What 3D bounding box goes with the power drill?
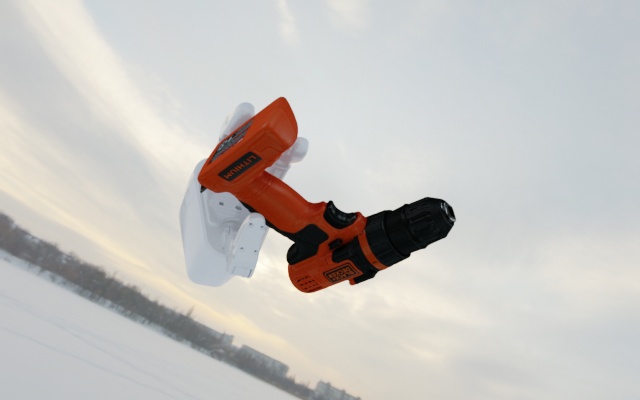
[{"bbox_3d":[0.000,0.001,0.429,0.184,0.188,0.057,-29,27,31],"label":"power drill"}]
